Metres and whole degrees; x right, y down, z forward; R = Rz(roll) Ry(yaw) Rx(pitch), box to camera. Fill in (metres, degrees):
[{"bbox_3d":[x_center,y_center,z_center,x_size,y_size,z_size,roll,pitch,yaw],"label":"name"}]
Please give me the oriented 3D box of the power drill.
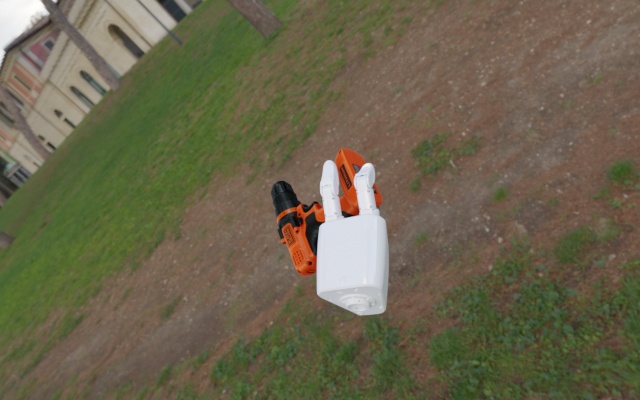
[{"bbox_3d":[0.000,0.002,0.777,0.057,0.184,0.188,11,-44,-45],"label":"power drill"}]
